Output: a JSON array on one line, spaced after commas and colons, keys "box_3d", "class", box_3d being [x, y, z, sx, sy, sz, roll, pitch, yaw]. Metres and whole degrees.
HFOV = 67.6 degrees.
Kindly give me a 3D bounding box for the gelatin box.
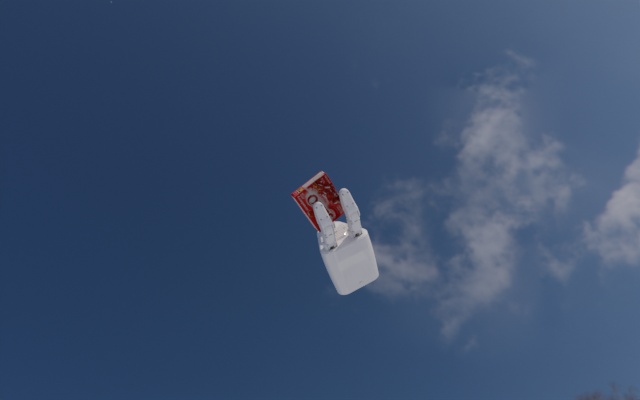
[{"box_3d": [0.000, 0.003, 0.881, 0.073, 0.089, 0.030, -37, 23, -8], "class": "gelatin box"}]
